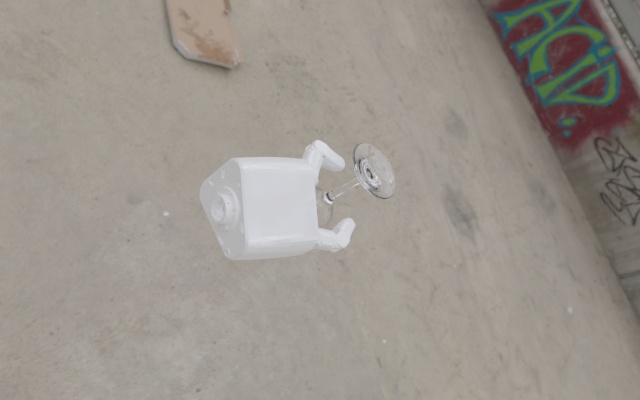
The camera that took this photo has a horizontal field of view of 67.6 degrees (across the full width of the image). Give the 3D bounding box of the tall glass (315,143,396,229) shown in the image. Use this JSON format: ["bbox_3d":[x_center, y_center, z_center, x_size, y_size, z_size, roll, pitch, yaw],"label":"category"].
[{"bbox_3d":[0.001,0.002,0.636,0.079,0.079,0.201,0,-23,-45],"label":"tall glass"}]
